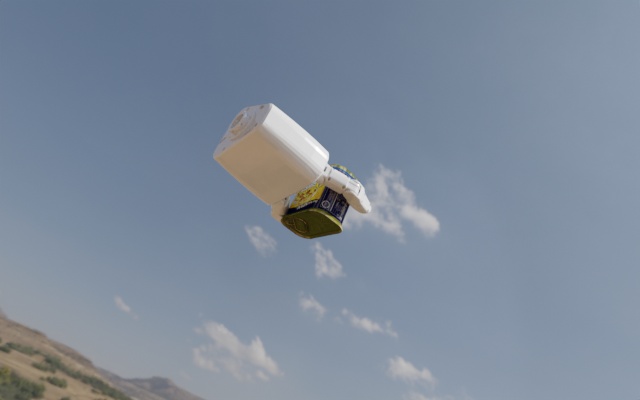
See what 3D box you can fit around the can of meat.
[{"bbox_3d":[0.000,0.002,0.691,0.057,0.084,0.102,38,-31,-25],"label":"can of meat"}]
